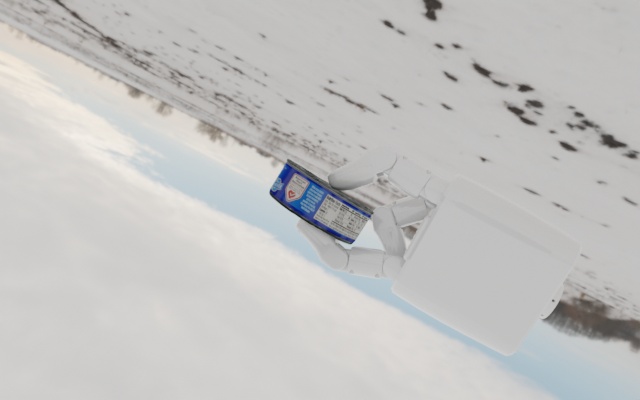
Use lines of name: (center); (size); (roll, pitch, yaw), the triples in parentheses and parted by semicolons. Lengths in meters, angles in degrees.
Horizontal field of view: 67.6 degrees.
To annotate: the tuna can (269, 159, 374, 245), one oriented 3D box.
tuna can: (0.000, 0.002, 0.403); (0.086, 0.034, 0.086); (32, 3, -2)
